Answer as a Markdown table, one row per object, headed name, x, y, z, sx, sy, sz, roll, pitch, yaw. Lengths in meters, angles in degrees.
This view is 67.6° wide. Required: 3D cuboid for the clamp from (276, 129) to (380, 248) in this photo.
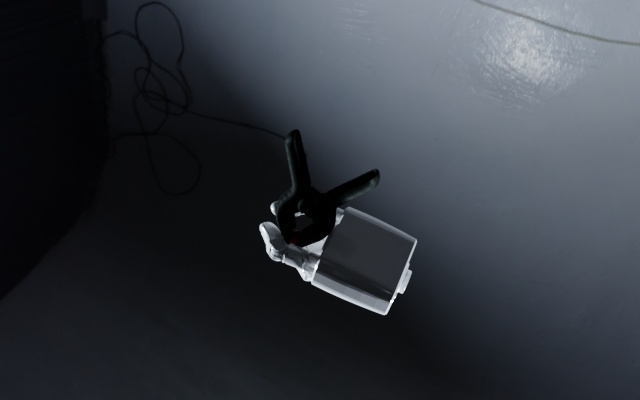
| name | x | y | z | sx | sy | sz | roll | pitch | yaw |
| --- | --- | --- | --- | --- | --- | --- | --- | --- | --- |
| clamp | 0.000 | 0.002 | 0.599 | 0.120 | 0.172 | 0.039 | 23 | 40 | 10 |
